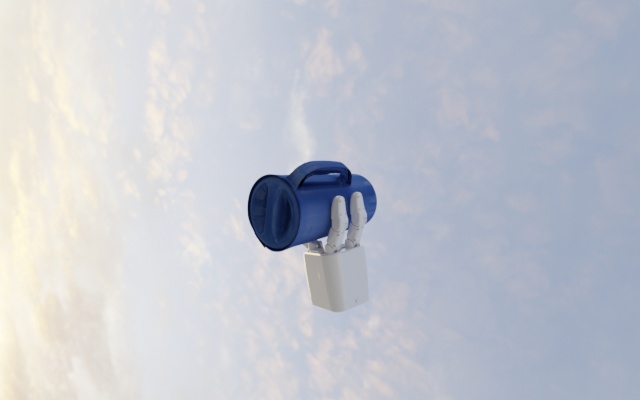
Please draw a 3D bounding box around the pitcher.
[{"bbox_3d":[0.000,0.003,0.886,0.149,0.145,0.243,-5,2,43],"label":"pitcher"}]
